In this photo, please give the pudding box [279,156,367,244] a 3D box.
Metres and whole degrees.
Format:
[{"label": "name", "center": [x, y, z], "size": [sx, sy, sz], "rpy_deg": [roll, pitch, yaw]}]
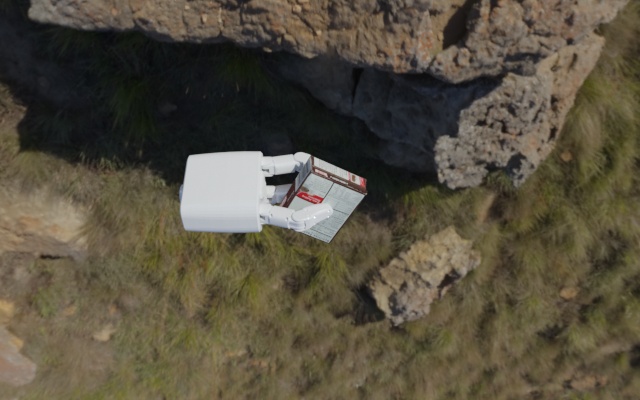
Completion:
[{"label": "pudding box", "center": [0.000, 0.002, 0.679], "size": [0.090, 0.039, 0.113], "rpy_deg": [21, -52, -18]}]
